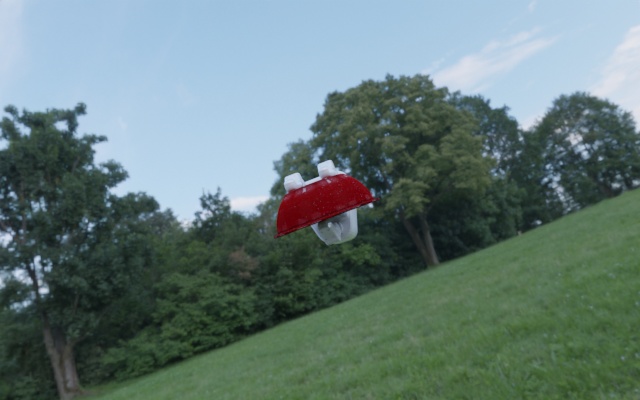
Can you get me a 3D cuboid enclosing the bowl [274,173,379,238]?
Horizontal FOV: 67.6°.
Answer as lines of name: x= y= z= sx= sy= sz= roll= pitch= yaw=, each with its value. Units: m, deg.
bowl: x=0.000 y=0.002 z=0.688 sx=0.162 sy=0.055 sz=0.162 roll=-20 pitch=-2 yaw=-1
